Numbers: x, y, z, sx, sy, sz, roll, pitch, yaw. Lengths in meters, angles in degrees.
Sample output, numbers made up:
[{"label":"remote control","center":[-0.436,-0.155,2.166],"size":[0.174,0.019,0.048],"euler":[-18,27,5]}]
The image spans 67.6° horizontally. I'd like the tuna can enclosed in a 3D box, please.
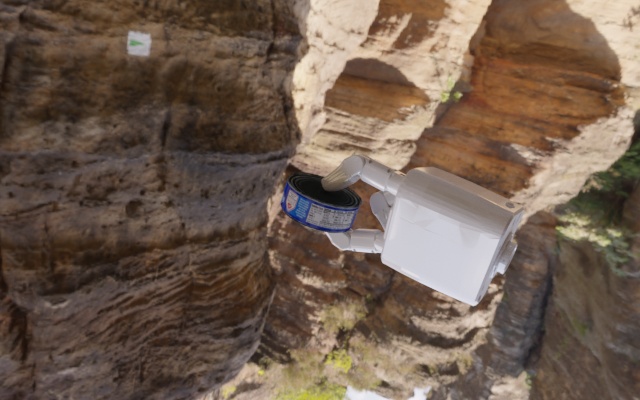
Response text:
[{"label":"tuna can","center":[0.000,0.002,0.528],"size":[0.086,0.034,0.086],"euler":[17,20,-6]}]
